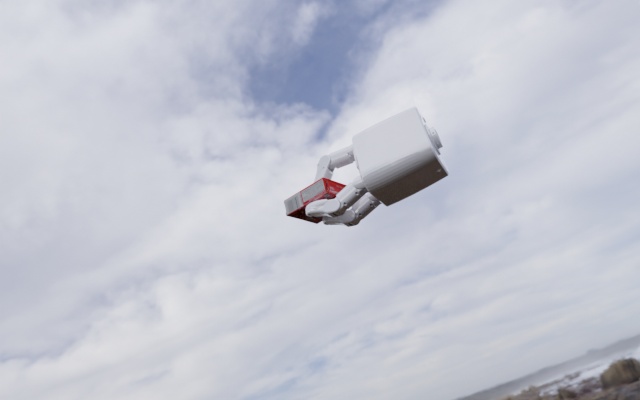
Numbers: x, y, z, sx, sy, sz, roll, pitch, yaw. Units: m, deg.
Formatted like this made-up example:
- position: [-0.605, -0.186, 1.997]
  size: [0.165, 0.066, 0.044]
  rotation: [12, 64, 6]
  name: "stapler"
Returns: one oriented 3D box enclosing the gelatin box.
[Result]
- position: [0.000, 0.002, 0.740]
  size: [0.089, 0.030, 0.073]
  rotation: [-29, -30, 32]
  name: "gelatin box"
